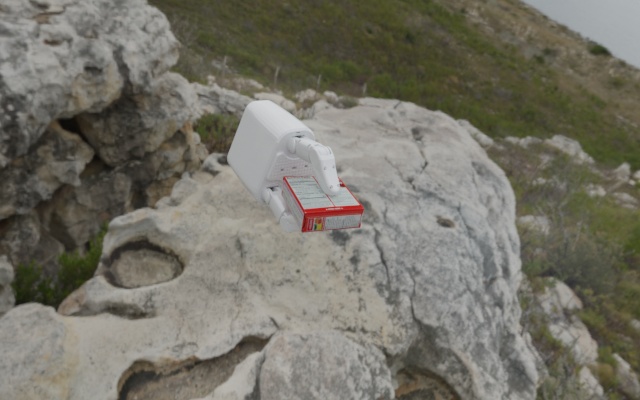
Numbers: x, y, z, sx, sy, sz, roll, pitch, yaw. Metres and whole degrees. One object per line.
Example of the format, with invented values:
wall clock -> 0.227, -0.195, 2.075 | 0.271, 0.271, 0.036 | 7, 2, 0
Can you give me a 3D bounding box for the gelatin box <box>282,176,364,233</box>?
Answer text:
gelatin box -> 0.000, 0.002, 0.570 | 0.073, 0.030, 0.089 | -3, 31, -21
